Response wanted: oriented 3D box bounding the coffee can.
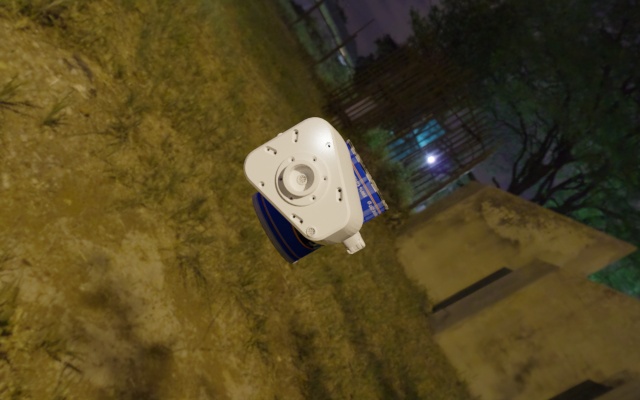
[{"bbox_3d":[0.000,0.002,0.605,0.140,0.103,0.103,-30,-3,5],"label":"coffee can"}]
